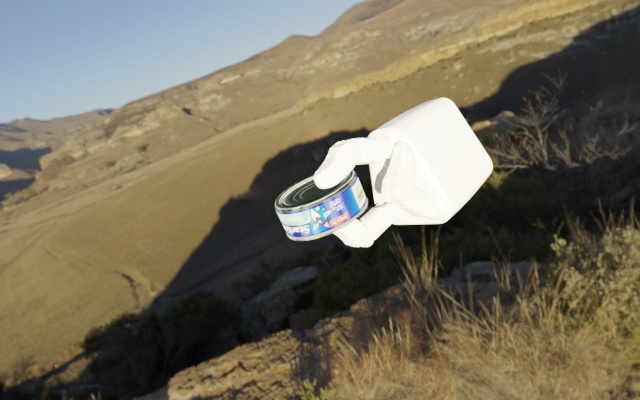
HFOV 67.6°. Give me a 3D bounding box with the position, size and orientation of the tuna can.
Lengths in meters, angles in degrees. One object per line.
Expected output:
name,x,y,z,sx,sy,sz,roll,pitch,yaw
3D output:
tuna can,0.000,0.001,0.459,0.086,0.034,0.086,-21,19,8
